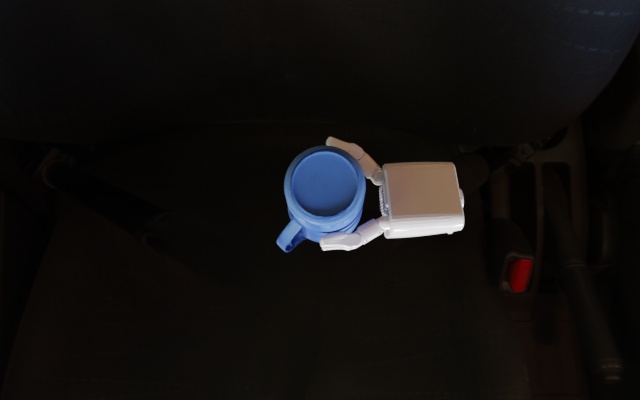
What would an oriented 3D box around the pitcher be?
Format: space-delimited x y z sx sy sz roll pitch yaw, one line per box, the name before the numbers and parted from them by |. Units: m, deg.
pitcher | 0.000 0.002 0.735 0.145 0.149 0.243 -1 -7 1
